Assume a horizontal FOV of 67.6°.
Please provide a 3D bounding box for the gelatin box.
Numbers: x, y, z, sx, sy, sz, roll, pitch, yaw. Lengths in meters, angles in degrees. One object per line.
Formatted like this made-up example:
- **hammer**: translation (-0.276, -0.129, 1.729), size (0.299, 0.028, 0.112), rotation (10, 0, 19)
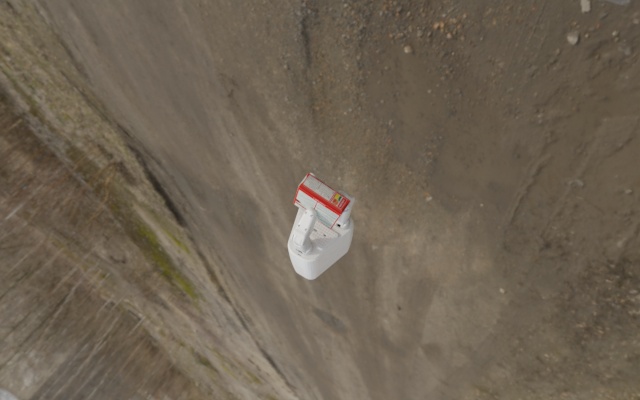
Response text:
- **gelatin box**: translation (0.000, 0.003, 0.713), size (0.073, 0.030, 0.089), rotation (34, -19, 3)
